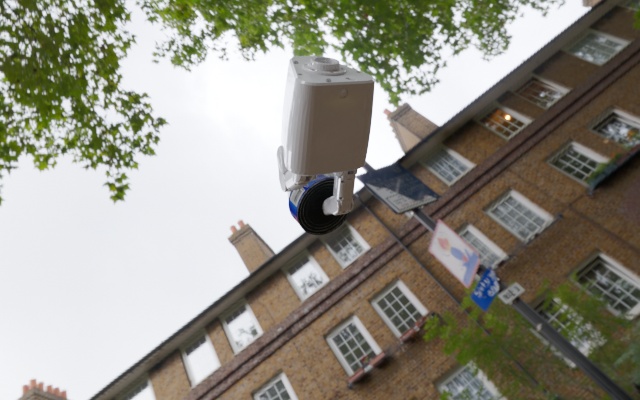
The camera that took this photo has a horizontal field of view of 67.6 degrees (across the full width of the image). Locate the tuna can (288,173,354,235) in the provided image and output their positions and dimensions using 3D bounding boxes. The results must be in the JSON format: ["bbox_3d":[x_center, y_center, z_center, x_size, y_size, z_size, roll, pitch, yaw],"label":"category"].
[{"bbox_3d":[0.000,0.002,0.651,0.086,0.086,0.033,0,27,-32],"label":"tuna can"}]
